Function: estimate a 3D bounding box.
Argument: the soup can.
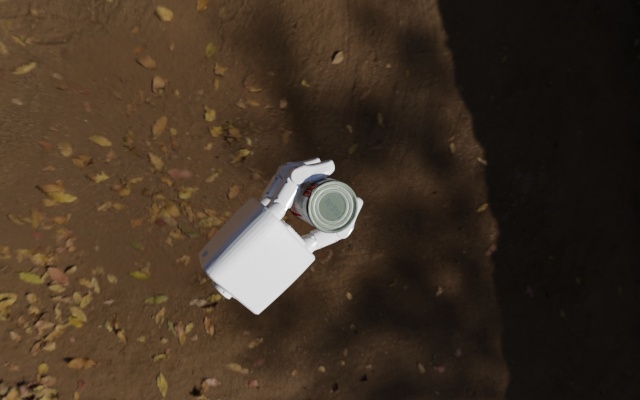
[{"bbox_3d":[0.001,0.002,0.628,0.068,0.068,0.102,0,7,-18],"label":"soup can"}]
